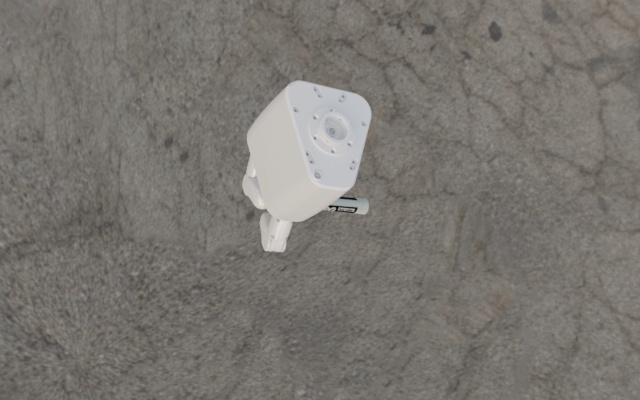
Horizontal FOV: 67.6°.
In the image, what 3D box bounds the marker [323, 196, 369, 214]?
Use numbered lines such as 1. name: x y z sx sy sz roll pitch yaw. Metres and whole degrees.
1. marker: 0.000 0.002 0.553 0.121 0.020 0.020 6 -3 -25
